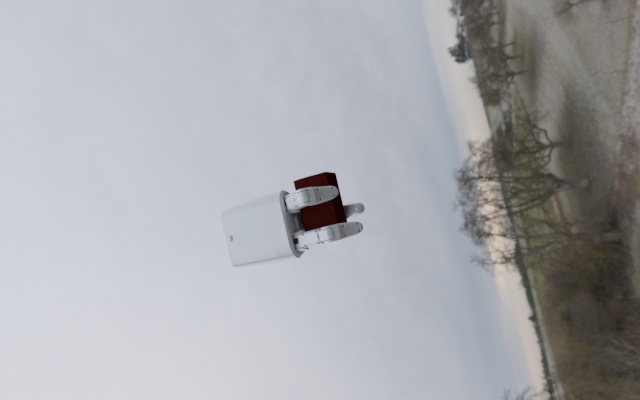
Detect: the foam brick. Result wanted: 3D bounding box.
[{"bbox_3d":[0.000,0.002,0.690,0.051,0.078,0.053,-15,-5,18],"label":"foam brick"}]
